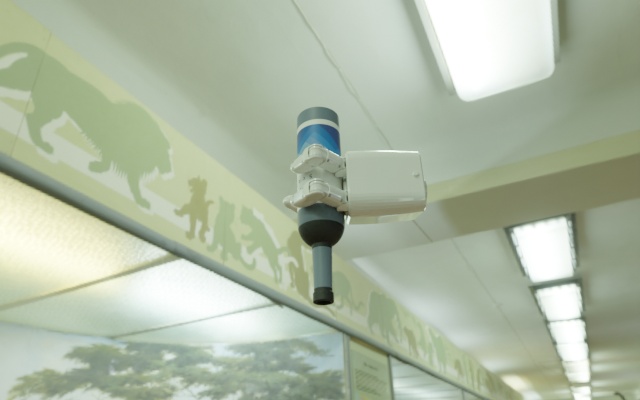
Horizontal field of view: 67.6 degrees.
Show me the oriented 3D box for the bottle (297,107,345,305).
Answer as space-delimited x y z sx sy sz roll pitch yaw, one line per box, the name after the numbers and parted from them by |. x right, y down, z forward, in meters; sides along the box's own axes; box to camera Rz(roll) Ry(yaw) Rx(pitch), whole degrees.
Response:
0.000 0.002 0.685 0.069 0.295 0.069 -1 -28 -1 | bottle
